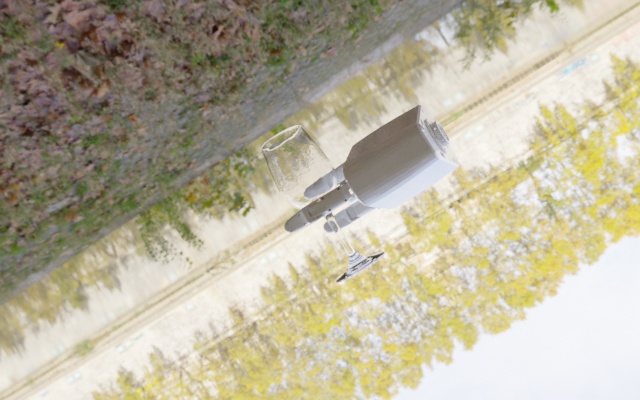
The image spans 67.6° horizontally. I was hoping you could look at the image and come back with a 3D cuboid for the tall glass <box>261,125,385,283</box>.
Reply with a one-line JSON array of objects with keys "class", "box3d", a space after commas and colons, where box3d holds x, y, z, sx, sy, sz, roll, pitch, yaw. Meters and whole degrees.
[{"class": "tall glass", "box3d": [0.000, 0.003, 0.621, 0.079, 0.201, 0.079, -32, -2, -1]}]
